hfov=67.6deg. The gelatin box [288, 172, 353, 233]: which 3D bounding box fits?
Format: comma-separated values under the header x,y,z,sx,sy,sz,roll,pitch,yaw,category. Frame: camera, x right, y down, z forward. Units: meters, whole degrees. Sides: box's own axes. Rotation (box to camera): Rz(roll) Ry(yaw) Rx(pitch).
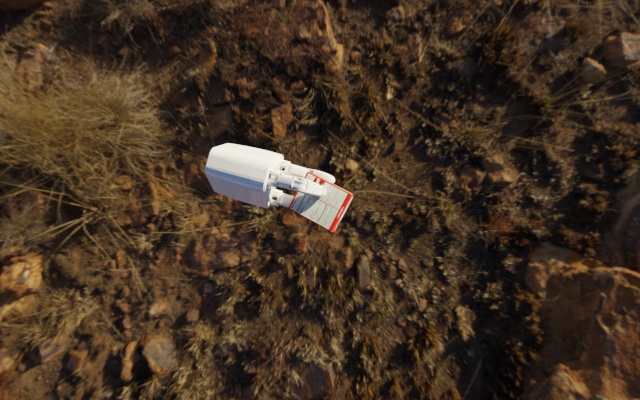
x,y,z,sx,sy,sz,roll,pitch,yaw,category
0.000,0.003,0.813,0.089,0.073,0.030,28,-2,9,gelatin box
